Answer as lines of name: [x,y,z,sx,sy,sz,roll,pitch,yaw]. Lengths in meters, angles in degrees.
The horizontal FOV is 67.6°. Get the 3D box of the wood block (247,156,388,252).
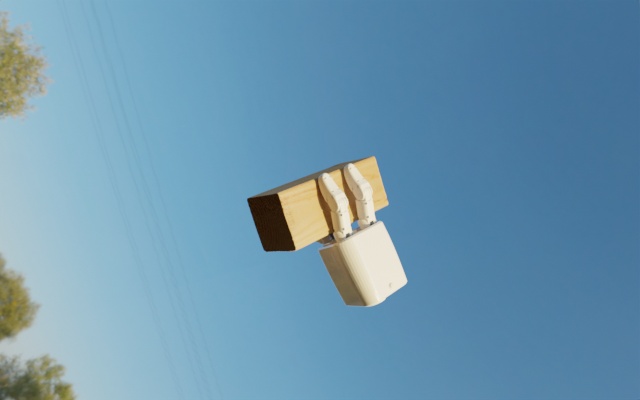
wood block: [0.000,0.003,0.767,0.206,0.090,0.091,-23,9,-38]
